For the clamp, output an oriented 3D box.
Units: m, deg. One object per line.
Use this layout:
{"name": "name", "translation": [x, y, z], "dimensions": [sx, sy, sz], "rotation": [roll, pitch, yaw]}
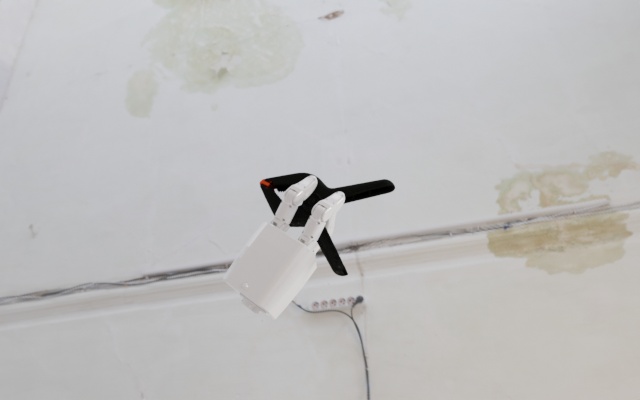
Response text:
{"name": "clamp", "translation": [0.000, 0.003, 0.740], "dimensions": [0.210, 0.164, 0.036], "rotation": [29, -19, 28]}
